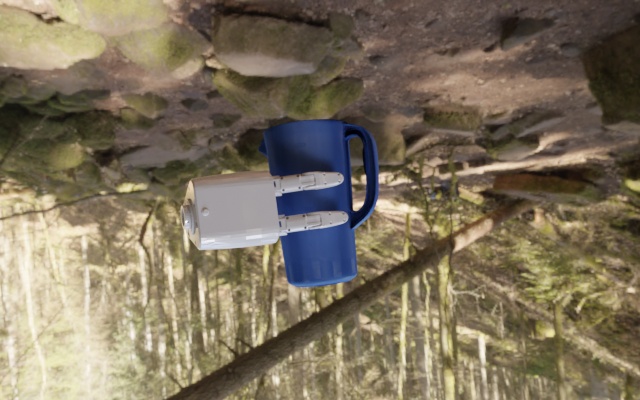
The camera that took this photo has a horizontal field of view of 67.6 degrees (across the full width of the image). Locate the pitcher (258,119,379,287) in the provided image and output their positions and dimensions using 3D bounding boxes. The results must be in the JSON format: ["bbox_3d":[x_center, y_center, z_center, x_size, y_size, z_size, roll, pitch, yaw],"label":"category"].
[{"bbox_3d":[0.000,0.002,0.725,0.145,0.243,0.149,-5,-3,-25],"label":"pitcher"}]
